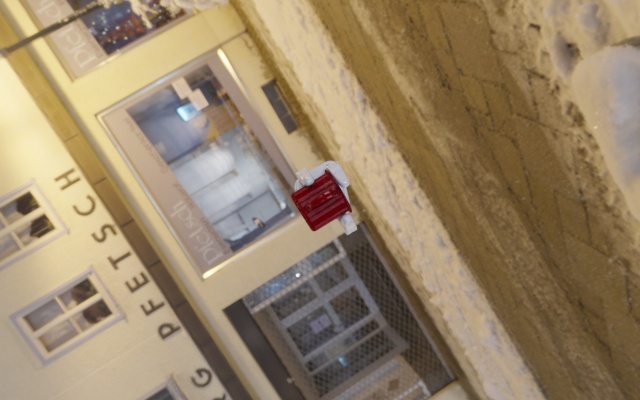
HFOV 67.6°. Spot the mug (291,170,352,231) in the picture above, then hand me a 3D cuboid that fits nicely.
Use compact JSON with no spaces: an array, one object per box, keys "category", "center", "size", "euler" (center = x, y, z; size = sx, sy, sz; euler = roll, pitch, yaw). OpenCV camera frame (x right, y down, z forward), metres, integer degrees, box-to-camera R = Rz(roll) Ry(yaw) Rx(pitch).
[{"category":"mug","center":[0.000,0.003,0.862],"size":[0.081,0.093,0.117],"euler":[-32,-1,-4]}]
